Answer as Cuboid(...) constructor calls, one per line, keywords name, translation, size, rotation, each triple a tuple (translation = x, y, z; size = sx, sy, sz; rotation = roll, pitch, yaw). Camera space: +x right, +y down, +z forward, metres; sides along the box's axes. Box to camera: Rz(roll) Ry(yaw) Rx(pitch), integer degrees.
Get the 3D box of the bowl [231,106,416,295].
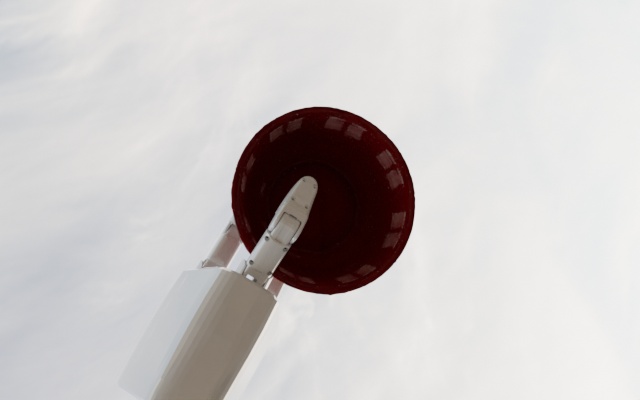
Cuboid(name="bowl", translation=(0.001, 0.001, 0.428), size=(0.162, 0.162, 0.055), rotation=(0, -8, -15))
